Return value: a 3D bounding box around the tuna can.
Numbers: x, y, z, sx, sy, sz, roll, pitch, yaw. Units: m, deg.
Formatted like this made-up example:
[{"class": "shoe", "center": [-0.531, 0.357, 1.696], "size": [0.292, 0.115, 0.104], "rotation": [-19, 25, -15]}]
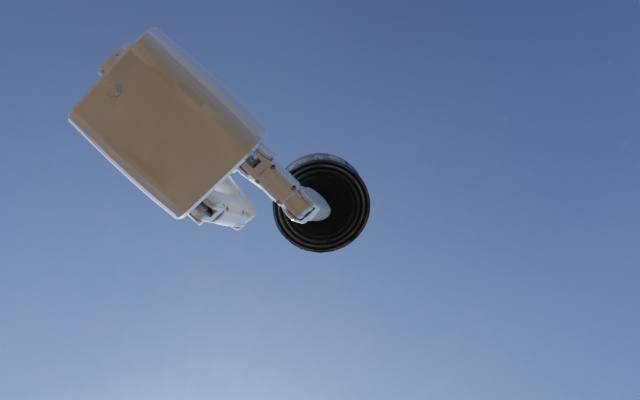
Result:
[{"class": "tuna can", "center": [0.000, 0.001, 0.431], "size": [0.086, 0.086, 0.033], "rotation": [0, 18, -4]}]
